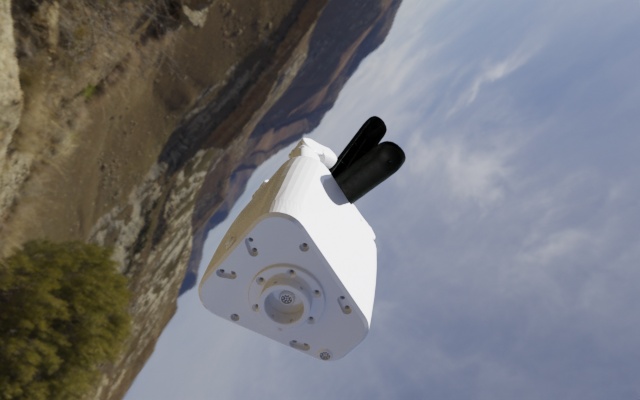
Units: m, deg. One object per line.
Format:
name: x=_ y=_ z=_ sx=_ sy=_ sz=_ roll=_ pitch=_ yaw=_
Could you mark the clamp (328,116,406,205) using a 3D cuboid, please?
clamp: x=0.000 y=0.003 z=0.467 sx=0.036 sy=0.210 sz=0.164 roll=41 pitch=21 yaw=-9
